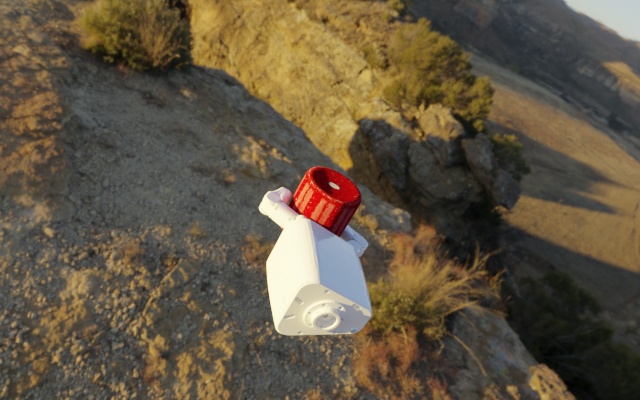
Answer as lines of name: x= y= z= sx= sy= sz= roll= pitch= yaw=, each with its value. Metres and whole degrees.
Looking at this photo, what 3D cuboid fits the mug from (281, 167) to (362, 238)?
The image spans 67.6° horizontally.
mug: x=0.000 y=0.001 z=0.648 sx=0.093 sy=0.081 sz=0.117 roll=16 pitch=33 yaw=-24
